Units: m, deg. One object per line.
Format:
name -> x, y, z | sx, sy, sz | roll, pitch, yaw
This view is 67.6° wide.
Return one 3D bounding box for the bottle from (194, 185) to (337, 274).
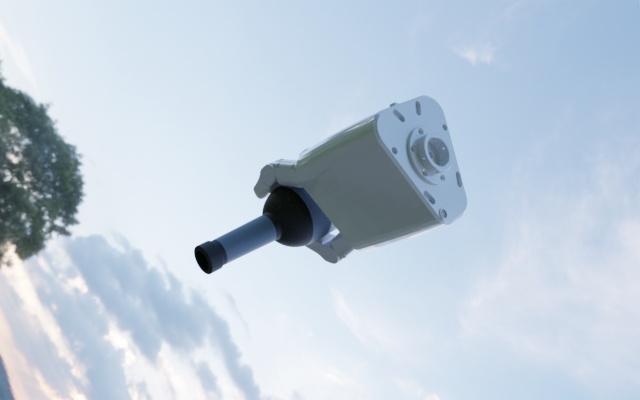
bottle -> 0.000, 0.002, 0.506 | 0.295, 0.069, 0.069 | -26, 17, -39
